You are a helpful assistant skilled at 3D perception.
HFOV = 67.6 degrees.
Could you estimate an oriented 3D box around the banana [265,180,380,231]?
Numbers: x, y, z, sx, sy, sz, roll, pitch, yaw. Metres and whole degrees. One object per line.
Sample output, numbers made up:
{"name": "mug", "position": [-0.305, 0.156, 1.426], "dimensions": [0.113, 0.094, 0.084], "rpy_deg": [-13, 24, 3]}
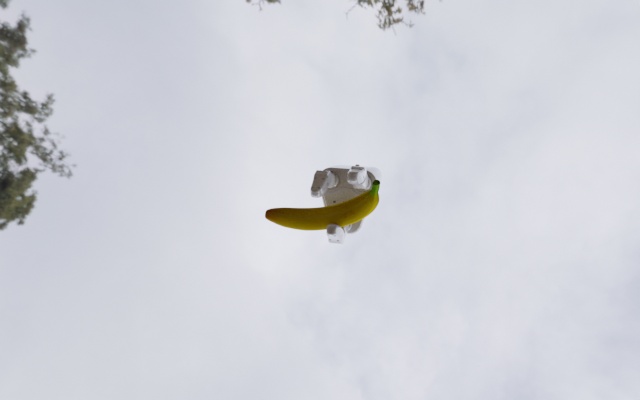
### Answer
{"name": "banana", "position": [0.011, 0.016, 0.742], "dimensions": [0.198, 0.070, 0.037], "rpy_deg": [-17, 31, 22]}
